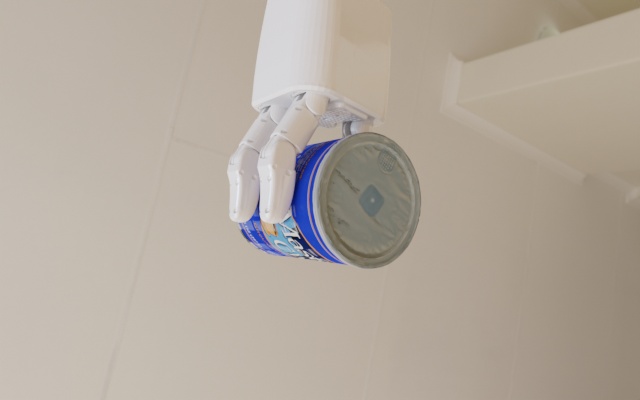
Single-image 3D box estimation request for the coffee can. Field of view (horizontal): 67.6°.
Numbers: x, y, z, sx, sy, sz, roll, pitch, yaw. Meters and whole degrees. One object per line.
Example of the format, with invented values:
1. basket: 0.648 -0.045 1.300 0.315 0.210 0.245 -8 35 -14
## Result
1. coffee can: 0.000 0.002 0.413 0.103 0.103 0.140 0 -1 -35
